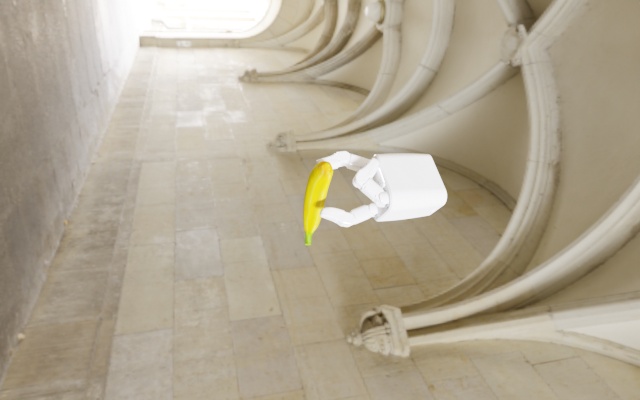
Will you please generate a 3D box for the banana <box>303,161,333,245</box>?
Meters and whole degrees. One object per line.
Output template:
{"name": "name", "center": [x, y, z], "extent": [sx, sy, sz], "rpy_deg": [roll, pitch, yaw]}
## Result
{"name": "banana", "center": [-0.004, -0.008, 0.837], "extent": [0.037, 0.069, 0.198], "rpy_deg": [-3, -43, -14]}
